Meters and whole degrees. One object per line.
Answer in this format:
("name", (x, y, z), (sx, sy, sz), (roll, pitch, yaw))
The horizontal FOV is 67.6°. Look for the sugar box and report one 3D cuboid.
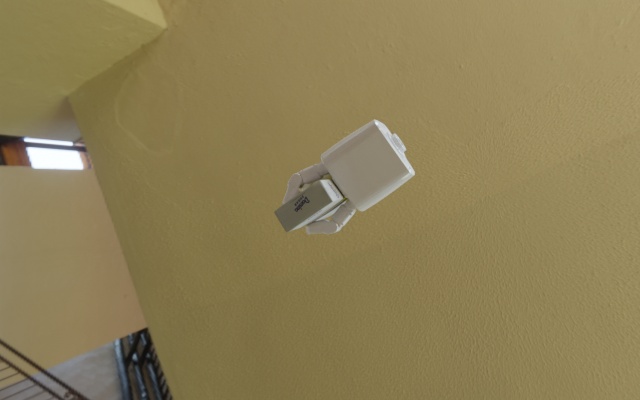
("sugar box", (0.000, 0.002, 0.799), (0.093, 0.048, 0.176), (-34, -9, 17))
